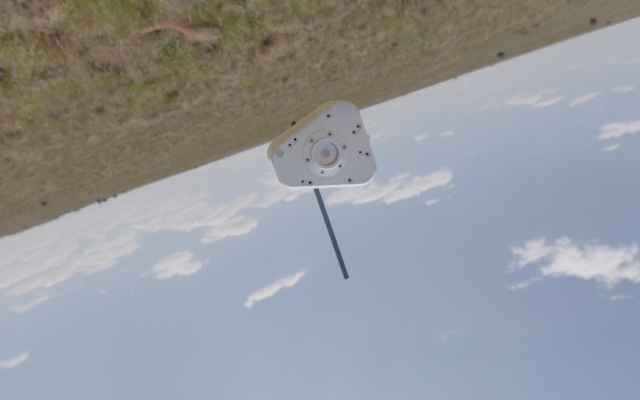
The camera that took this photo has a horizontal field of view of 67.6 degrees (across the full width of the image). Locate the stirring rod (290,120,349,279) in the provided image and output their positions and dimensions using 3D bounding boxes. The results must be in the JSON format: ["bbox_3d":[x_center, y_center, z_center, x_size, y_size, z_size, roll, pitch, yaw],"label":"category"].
[{"bbox_3d":[0.000,0.002,0.682,0.011,0.239,0.011,-18,10,3],"label":"stirring rod"}]
